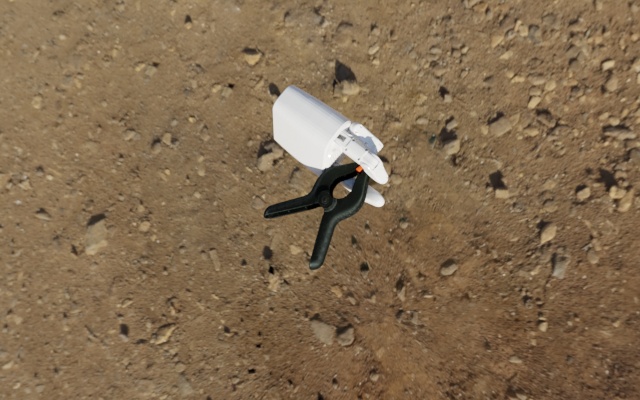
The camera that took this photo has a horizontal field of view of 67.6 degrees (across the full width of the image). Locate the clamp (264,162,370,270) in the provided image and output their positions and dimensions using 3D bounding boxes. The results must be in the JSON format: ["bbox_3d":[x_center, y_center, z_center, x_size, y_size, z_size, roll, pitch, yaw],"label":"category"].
[{"bbox_3d":[0.000,0.002,0.700,0.120,0.171,0.039,37,-6,14],"label":"clamp"}]
